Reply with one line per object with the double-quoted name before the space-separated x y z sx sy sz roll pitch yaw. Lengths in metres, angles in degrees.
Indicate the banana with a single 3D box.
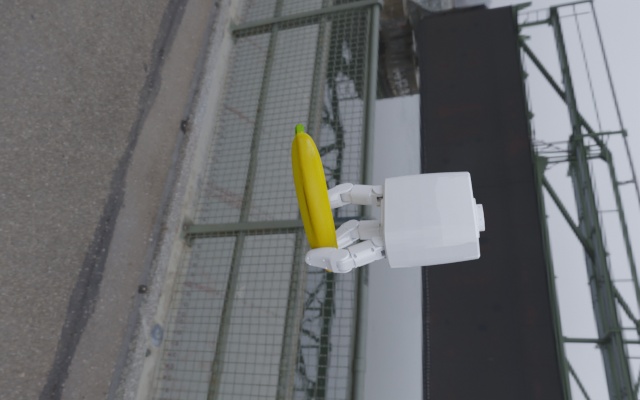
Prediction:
"banana" -0.005 0.002 0.595 0.037 0.198 0.069 -9 8 14
